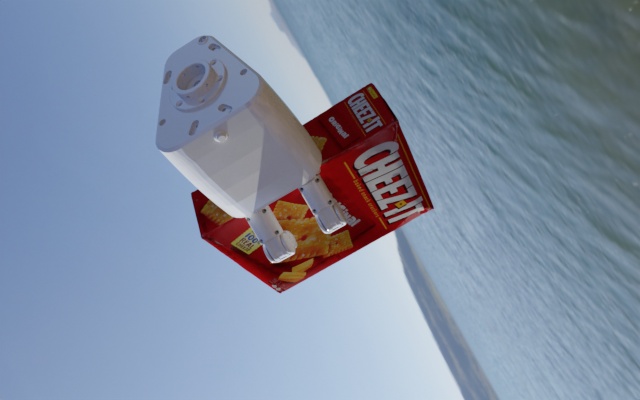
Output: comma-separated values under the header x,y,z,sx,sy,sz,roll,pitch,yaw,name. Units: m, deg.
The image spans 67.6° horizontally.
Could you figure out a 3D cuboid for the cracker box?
x,y,z,sx,sy,sz,roll,pitch,yaw,name
0.000,0.002,0.513,0.214,0.072,0.164,-30,-38,7,cracker box
